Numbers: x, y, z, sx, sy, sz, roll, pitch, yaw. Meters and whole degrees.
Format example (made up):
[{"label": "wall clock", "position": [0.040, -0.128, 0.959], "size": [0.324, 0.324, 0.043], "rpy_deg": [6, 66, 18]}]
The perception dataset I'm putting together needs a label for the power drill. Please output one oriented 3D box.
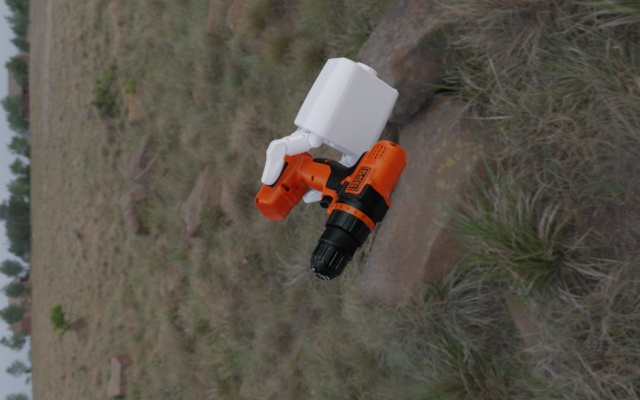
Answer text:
[{"label": "power drill", "position": [0.000, 0.002, 0.604], "size": [0.187, 0.184, 0.057], "rpy_deg": [12, -28, 46]}]
